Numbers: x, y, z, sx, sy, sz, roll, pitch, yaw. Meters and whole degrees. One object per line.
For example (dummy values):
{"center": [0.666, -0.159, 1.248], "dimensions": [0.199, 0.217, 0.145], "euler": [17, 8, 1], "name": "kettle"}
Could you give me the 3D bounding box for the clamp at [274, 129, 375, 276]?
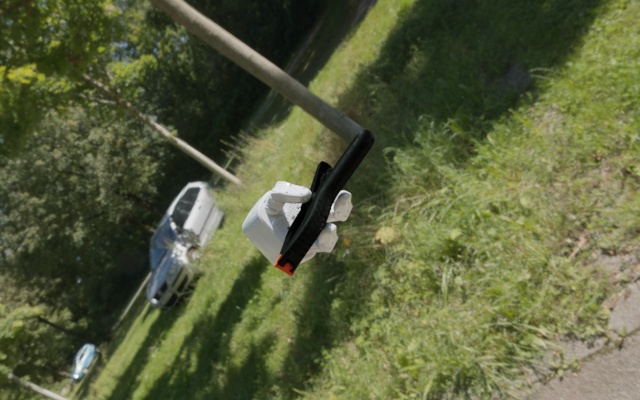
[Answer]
{"center": [-0.001, 0.002, 0.650], "dimensions": [0.036, 0.210, 0.164], "euler": [32, -28, -11], "name": "clamp"}
